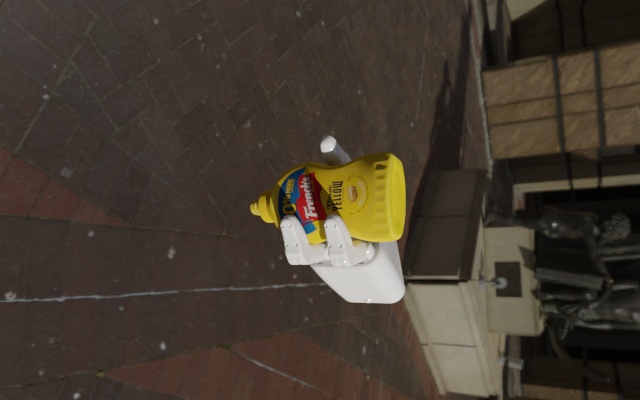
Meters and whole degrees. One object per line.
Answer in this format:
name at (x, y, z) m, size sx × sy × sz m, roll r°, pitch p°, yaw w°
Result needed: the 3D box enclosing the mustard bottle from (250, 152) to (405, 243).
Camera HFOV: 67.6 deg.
mustard bottle at (0.000, 0.002, 0.558) m, size 0.191 × 0.096 × 0.058 m, roll -5°, pitch -12°, yaw 29°
